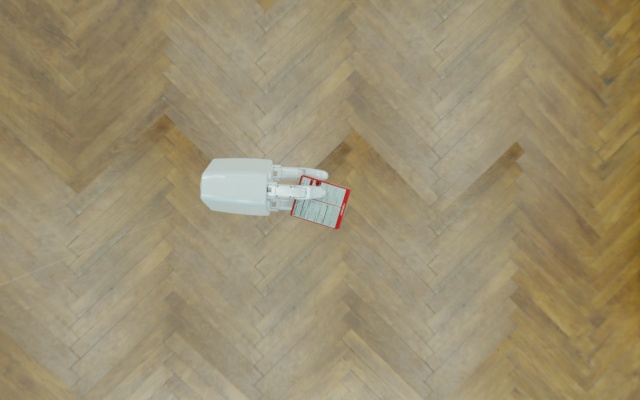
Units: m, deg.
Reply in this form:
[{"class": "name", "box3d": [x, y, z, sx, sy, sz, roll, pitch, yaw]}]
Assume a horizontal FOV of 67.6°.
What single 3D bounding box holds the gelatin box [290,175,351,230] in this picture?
[{"class": "gelatin box", "box3d": [0.000, 0.003, 0.816, 0.089, 0.073, 0.030, 17, 4, 3]}]
